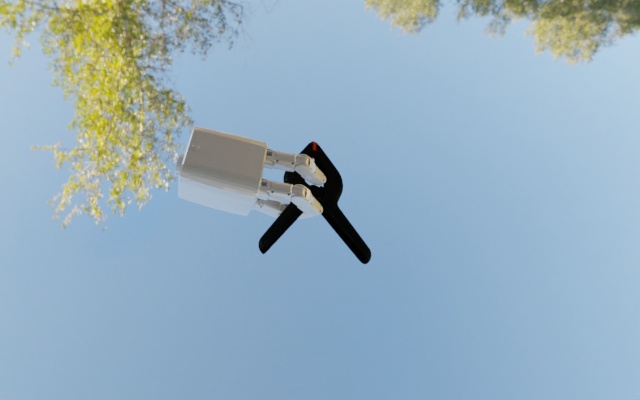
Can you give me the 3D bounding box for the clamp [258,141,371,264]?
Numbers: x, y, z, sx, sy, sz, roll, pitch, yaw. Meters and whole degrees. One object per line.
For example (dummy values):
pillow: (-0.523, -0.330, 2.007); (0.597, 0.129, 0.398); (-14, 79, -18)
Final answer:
clamp: (0.000, 0.002, 0.724); (0.164, 0.209, 0.036); (14, -36, -13)
